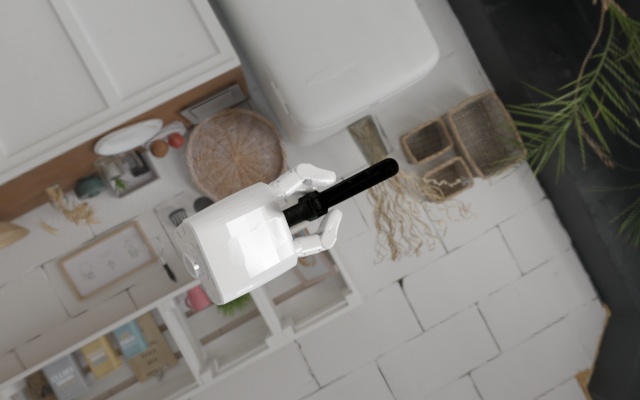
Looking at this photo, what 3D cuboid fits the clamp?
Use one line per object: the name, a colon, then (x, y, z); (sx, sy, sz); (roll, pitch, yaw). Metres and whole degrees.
clamp: (0.000, 0.003, 0.648); (0.164, 0.036, 0.210); (-26, 0, -30)
